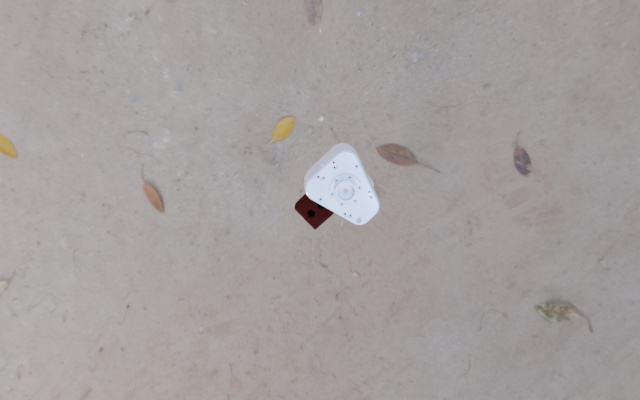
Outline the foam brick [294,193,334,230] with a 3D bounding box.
[{"bbox_3d":[0.000,0.003,0.821,0.078,0.053,0.051,-43,9,7],"label":"foam brick"}]
